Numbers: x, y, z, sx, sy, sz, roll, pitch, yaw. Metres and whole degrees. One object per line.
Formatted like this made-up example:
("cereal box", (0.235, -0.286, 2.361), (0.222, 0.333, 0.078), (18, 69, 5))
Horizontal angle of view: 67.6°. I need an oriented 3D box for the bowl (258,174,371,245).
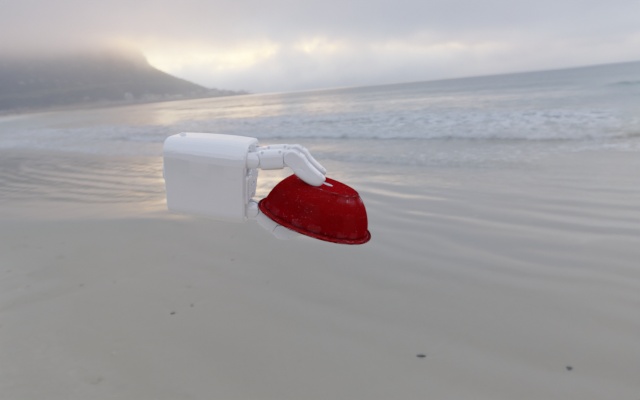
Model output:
("bowl", (0.001, 0.002, 0.649), (0.162, 0.055, 0.162), (17, 13, -4))
